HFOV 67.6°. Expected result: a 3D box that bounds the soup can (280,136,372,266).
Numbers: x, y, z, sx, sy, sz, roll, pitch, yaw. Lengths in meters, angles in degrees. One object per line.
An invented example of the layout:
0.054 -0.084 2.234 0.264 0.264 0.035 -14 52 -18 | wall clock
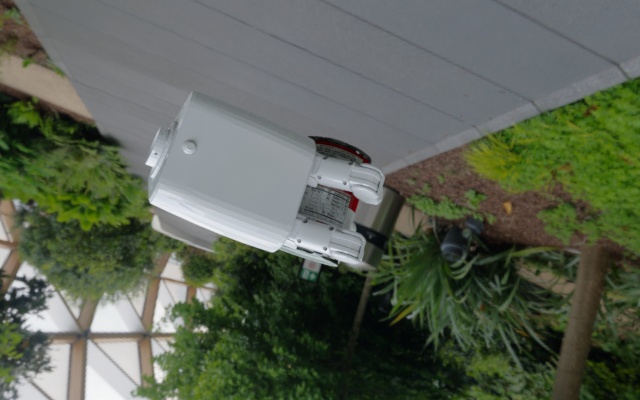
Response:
0.000 0.002 0.436 0.068 0.102 0.068 17 -11 3 | soup can
